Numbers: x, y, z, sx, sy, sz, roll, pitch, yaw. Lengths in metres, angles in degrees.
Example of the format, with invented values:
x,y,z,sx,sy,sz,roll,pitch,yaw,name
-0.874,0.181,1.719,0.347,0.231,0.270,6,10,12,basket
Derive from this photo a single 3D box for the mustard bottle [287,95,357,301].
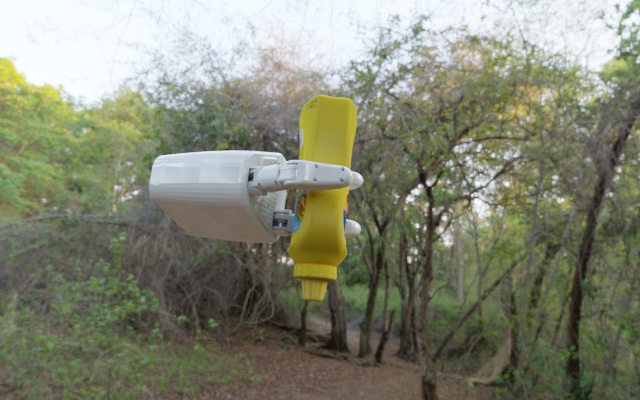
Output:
x,y,z,sx,sy,sz,roll,pitch,yaw,name
0.000,0.001,0.472,0.058,0.191,0.096,7,-13,-7,mustard bottle
